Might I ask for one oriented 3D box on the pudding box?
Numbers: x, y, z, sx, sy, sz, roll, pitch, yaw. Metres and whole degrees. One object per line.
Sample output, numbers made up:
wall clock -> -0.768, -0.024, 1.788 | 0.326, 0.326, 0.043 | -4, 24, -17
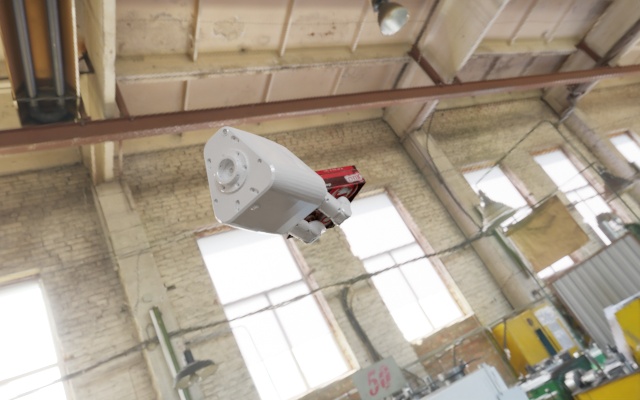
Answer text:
pudding box -> 0.000, 0.002, 0.677 | 0.090, 0.039, 0.113 | -11, -30, -36
